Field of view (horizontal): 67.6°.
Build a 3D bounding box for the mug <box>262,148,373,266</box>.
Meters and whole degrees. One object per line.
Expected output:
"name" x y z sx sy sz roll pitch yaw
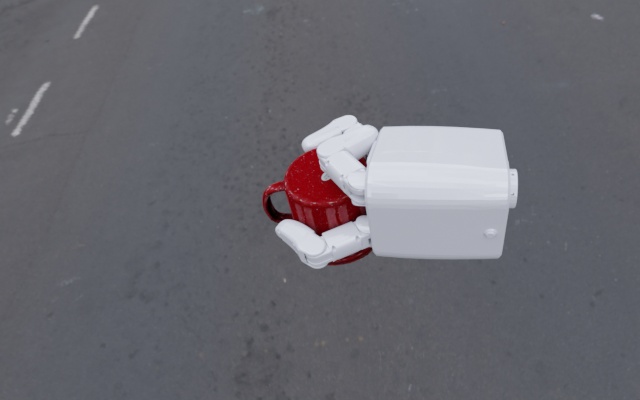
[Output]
"mug" -0.001 0.001 0.465 0.117 0.093 0.082 1 -43 14
